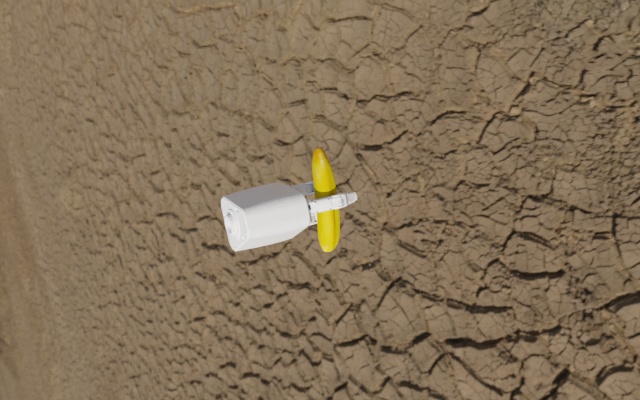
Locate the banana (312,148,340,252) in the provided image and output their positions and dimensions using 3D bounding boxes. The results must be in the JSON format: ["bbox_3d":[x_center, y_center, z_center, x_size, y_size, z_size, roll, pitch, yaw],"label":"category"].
[{"bbox_3d":[0.007,0.013,0.812,0.037,0.198,0.069,-12,26,-18],"label":"banana"}]
